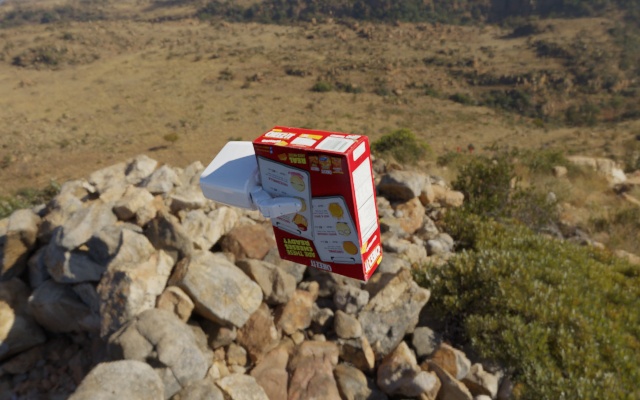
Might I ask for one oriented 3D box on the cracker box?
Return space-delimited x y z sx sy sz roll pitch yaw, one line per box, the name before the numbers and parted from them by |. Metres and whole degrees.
cracker box | 0.000 0.002 0.717 0.164 0.214 0.072 11 37 32
